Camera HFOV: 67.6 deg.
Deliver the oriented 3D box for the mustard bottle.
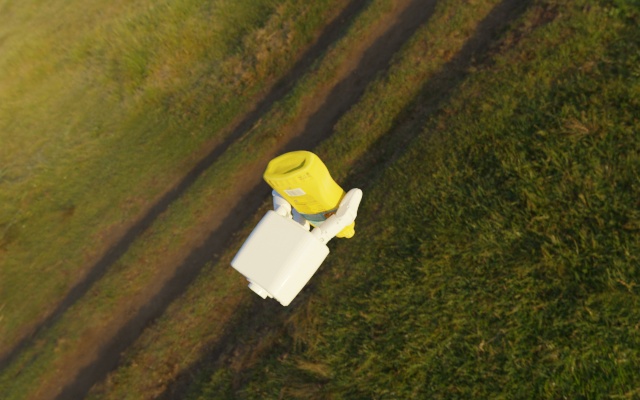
[{"bbox_3d":[0.000,0.002,0.764,0.096,0.058,0.192,-7,-40,36],"label":"mustard bottle"}]
